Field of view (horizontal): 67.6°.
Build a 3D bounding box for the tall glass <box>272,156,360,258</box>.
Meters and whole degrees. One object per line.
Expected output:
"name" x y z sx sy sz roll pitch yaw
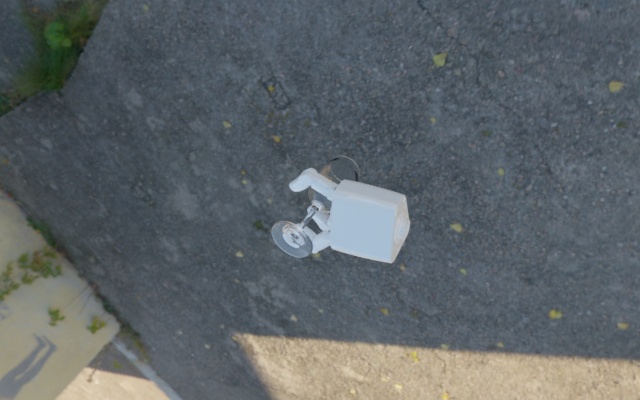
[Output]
"tall glass" 0.000 0.003 0.813 0.079 0.079 0.201 0 37 34
